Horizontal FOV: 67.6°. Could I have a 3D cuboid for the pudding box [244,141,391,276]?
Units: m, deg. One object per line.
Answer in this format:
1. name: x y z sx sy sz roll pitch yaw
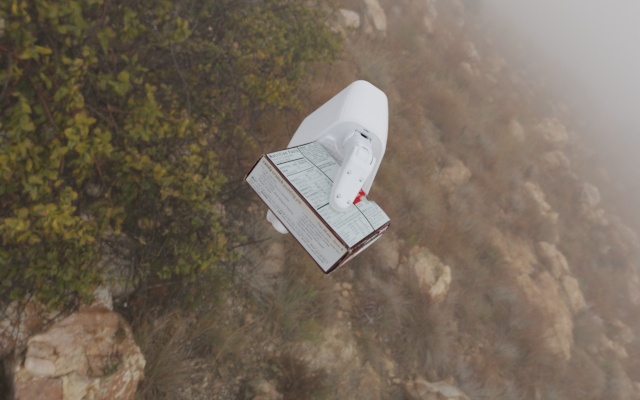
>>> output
1. pudding box: 0.000 0.001 0.427 0.039 0.113 0.090 -51 -14 32
